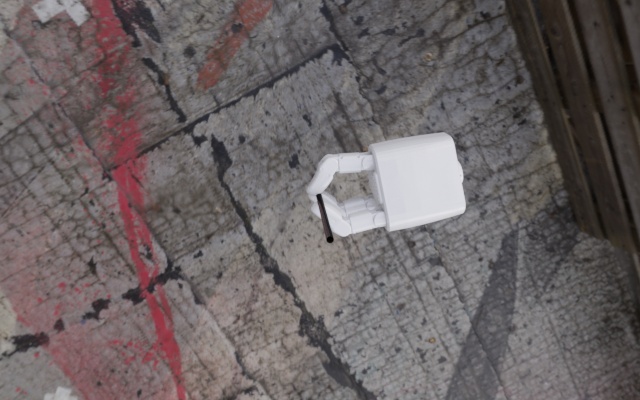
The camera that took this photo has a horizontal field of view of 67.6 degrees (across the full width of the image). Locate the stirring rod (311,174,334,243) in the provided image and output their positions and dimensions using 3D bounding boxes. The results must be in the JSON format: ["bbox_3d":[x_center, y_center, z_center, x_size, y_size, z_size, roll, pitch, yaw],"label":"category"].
[{"bbox_3d":[0.000,0.002,0.609,0.011,0.011,0.239,0,19,-5],"label":"stirring rod"}]
